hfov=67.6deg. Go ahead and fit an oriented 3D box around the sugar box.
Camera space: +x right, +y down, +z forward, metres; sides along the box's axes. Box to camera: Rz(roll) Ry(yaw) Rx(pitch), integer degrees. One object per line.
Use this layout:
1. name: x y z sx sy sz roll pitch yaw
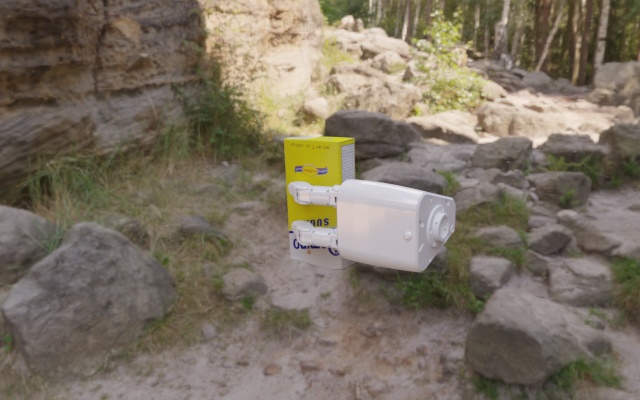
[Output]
1. sugar box: 0.000 0.002 0.655 0.093 0.176 0.048 8 16 36
